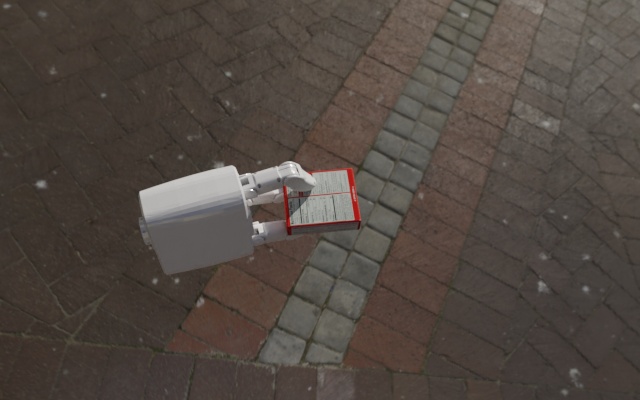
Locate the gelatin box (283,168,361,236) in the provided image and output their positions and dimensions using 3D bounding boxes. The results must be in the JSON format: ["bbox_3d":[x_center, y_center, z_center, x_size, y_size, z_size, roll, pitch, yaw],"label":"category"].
[{"bbox_3d":[0.000,0.002,0.581,0.089,0.073,0.030,-6,-27,-4],"label":"gelatin box"}]
